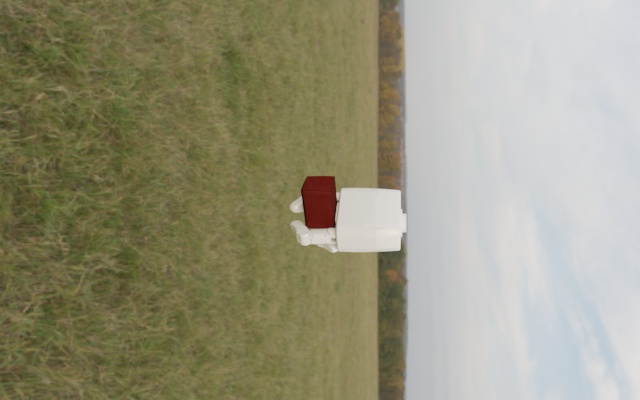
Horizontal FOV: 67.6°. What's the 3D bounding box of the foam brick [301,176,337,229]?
[{"bbox_3d":[0.000,0.002,0.816,0.051,0.078,0.053,0,32,11],"label":"foam brick"}]
